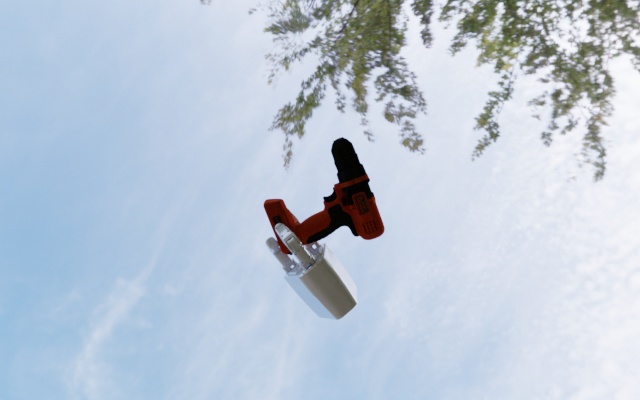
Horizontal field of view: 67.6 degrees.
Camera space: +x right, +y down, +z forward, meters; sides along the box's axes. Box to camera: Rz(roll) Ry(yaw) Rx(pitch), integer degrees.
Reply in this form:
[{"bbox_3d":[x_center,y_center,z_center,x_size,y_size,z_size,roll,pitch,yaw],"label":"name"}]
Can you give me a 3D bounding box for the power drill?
[{"bbox_3d":[0.000,0.003,0.832,0.187,0.184,0.057,-20,2,9],"label":"power drill"}]
